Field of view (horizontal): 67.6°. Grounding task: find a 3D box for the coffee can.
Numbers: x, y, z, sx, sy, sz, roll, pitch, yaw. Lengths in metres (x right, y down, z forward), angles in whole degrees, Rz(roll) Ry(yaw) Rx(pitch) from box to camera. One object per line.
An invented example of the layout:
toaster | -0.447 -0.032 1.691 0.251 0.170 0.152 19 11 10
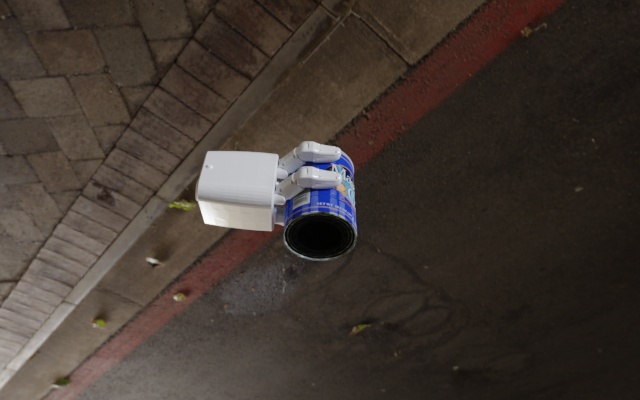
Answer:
coffee can | 0.000 0.002 0.701 0.103 0.140 0.103 1 -45 1
